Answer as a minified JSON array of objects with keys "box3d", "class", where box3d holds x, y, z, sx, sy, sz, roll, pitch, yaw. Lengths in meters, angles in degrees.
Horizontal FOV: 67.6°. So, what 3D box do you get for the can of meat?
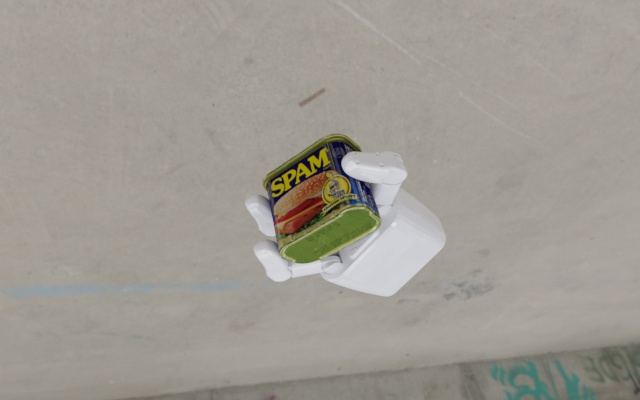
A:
[{"box3d":[0.000,0.002,0.447,0.102,0.084,0.057,-31,-37,23],"class":"can of meat"}]
